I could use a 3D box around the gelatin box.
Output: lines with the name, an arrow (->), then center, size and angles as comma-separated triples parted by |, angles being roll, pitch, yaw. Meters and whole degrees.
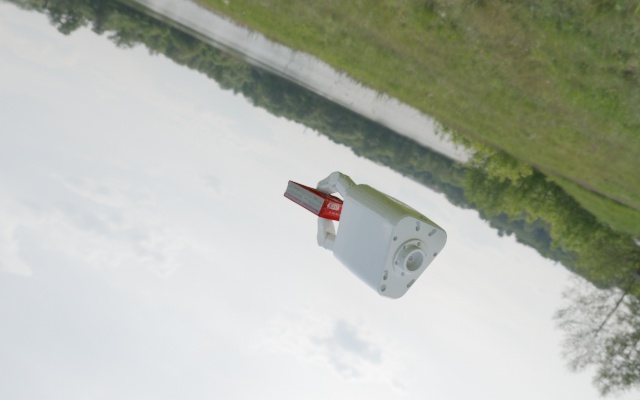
gelatin box -> 0.000, 0.003, 0.711 | 0.073, 0.030, 0.089 | 16, 8, -46
